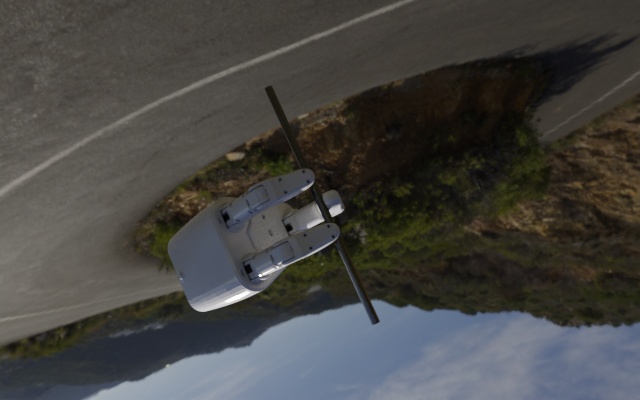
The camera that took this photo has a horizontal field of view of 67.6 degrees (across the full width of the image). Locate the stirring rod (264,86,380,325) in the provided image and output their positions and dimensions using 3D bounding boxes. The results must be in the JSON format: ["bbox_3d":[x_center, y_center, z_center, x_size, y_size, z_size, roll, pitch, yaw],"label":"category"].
[{"bbox_3d":[0.000,0.001,0.441,0.011,0.239,0.011,-24,-6,-3],"label":"stirring rod"}]
